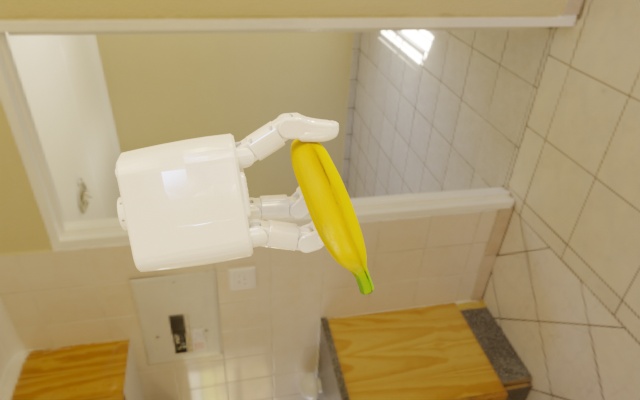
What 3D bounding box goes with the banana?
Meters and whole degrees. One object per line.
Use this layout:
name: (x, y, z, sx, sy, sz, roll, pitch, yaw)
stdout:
banana: (0.000, -0.008, 0.442, 0.037, 0.197, 0.070, -15, -40, -8)
